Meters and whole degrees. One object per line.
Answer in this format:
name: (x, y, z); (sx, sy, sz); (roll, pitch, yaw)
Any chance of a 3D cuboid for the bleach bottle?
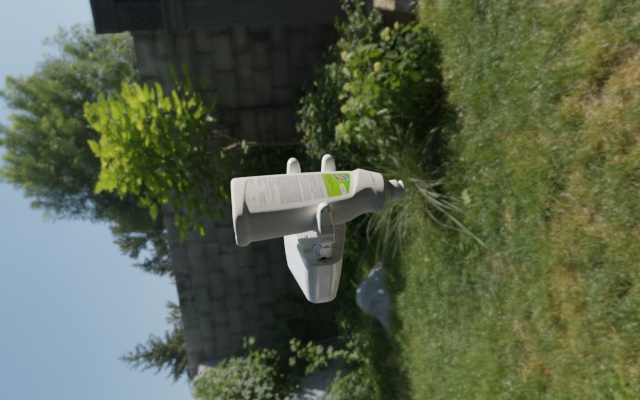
bleach bottle: (0.000, 0.002, 0.696); (0.251, 0.068, 0.102); (-6, 45, -8)
